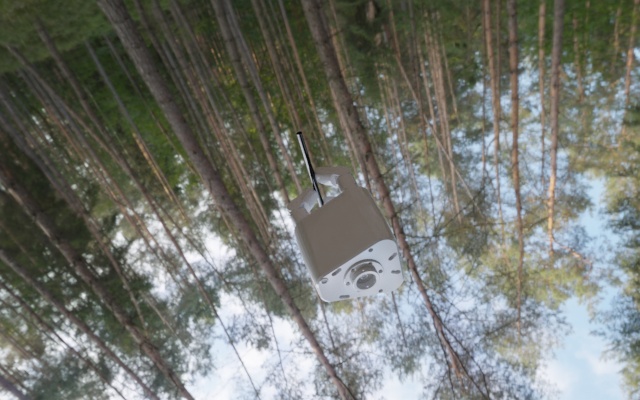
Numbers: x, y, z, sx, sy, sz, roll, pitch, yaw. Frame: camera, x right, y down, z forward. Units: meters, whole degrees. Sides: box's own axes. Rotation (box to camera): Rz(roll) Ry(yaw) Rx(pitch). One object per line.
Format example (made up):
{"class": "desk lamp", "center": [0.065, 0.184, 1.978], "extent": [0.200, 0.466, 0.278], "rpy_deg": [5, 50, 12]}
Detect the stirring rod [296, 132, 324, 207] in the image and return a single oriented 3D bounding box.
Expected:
{"class": "stirring rod", "center": [0.000, 0.002, 0.704], "extent": [0.011, 0.240, 0.011], "rpy_deg": [-11, 38, 8]}
